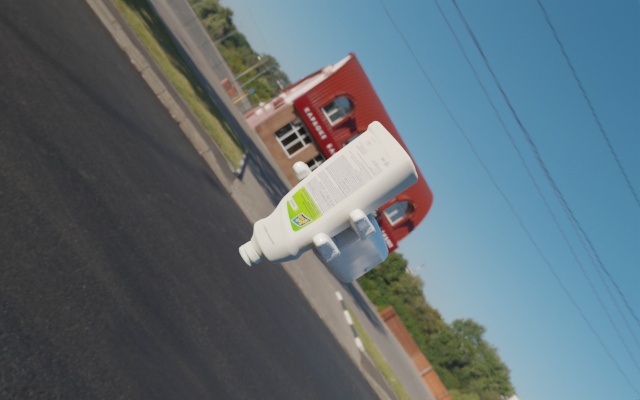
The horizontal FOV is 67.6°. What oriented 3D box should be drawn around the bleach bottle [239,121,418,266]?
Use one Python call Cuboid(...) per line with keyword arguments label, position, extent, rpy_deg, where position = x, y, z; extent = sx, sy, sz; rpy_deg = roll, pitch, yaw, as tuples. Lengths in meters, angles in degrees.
Cuboid(label="bleach bottle", position=(0.000, 0.002, 0.643), extent=(0.251, 0.102, 0.068), rpy_deg=(-33, -39, 1))
